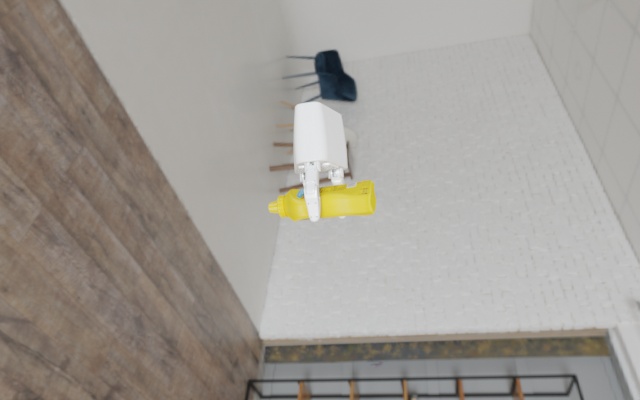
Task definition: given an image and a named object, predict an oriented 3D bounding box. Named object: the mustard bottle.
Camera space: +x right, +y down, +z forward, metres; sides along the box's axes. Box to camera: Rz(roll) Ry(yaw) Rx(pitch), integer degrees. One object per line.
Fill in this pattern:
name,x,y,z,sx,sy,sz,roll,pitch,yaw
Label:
mustard bottle,0.000,0.003,0.851,0.191,0.058,0.096,-6,15,12
